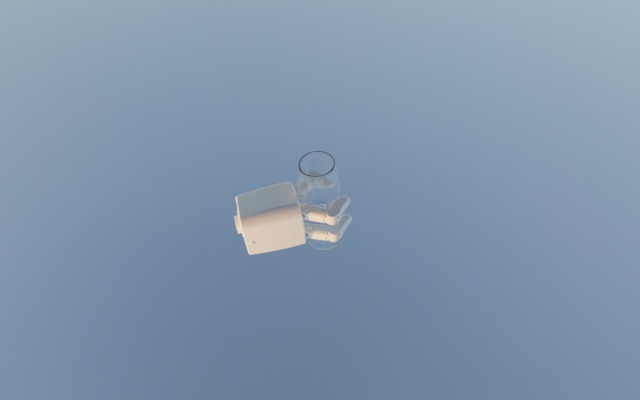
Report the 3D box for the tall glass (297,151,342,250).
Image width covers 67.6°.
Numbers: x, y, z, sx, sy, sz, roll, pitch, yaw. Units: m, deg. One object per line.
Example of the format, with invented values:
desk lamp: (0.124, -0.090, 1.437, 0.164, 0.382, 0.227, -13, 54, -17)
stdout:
tall glass: (0.000, 0.003, 0.874, 0.079, 0.079, 0.201, 0, -41, 5)
